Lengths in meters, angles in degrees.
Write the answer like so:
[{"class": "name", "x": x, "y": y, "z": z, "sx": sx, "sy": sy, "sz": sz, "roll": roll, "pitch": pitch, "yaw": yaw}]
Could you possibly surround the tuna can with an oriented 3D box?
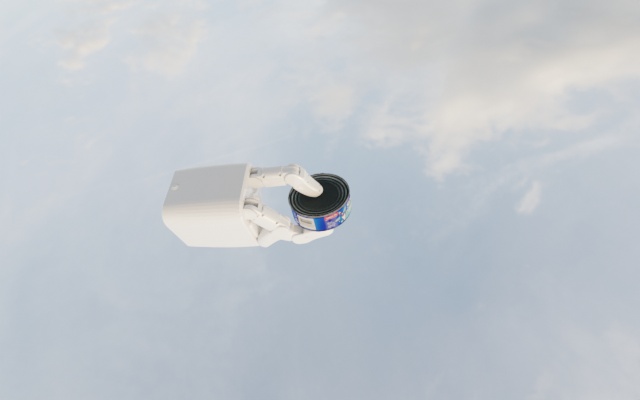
[{"class": "tuna can", "x": 0.000, "y": 0.003, "z": 0.664, "sx": 0.086, "sy": 0.034, "sz": 0.086, "roll": -7, "pitch": 44, "yaw": 7}]
